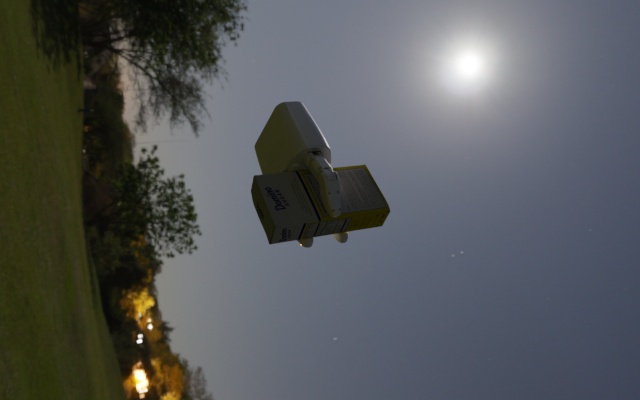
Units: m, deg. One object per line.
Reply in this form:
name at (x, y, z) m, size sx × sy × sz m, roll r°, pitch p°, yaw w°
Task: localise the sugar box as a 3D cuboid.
sugar box at (0.000, 0.002, 0.664) m, size 0.176 × 0.093 × 0.048 m, roll -8°, pitch -38°, yaw -23°
